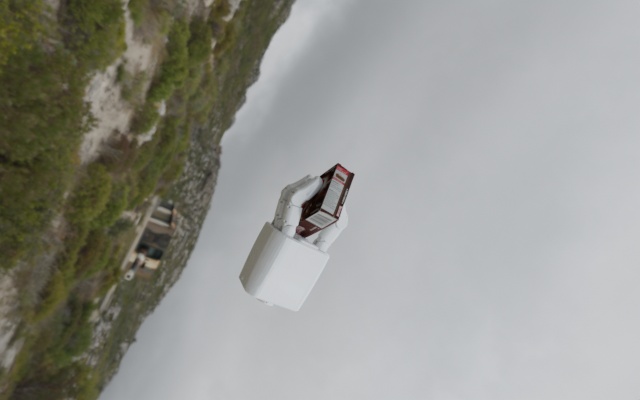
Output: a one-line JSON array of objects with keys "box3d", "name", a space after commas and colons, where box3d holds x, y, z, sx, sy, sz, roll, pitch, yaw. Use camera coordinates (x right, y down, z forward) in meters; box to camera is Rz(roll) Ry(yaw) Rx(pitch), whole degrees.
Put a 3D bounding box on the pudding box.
[{"box3d": [0.000, 0.003, 0.756, 0.039, 0.090, 0.113, 31, -30, -19], "name": "pudding box"}]
